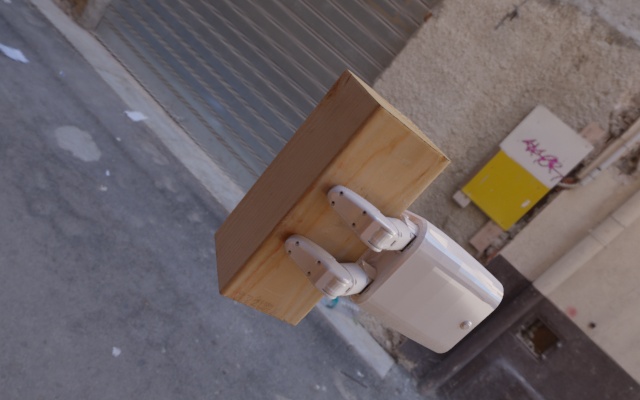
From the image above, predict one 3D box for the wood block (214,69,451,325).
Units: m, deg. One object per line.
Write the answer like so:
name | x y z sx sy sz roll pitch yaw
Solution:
wood block | 0.000 0.001 0.431 0.090 0.206 0.090 31 19 -29
